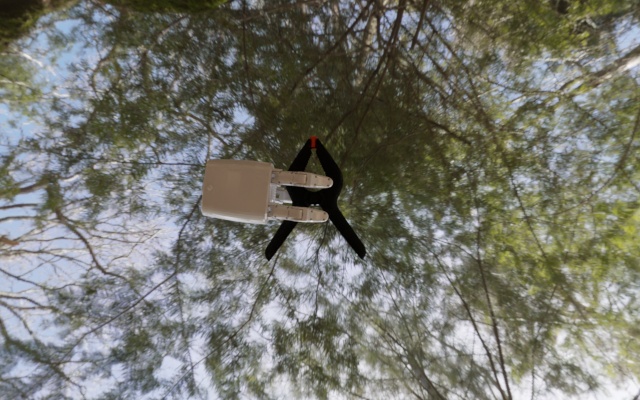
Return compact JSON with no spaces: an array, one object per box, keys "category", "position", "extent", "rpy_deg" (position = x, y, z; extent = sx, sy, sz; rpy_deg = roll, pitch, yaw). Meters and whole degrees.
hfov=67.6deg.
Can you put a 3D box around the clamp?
[{"category":"clamp","position":[0.000,0.002,0.783],"extent":[0.164,0.210,0.036],"rpy_deg":[6,0,-1]}]
